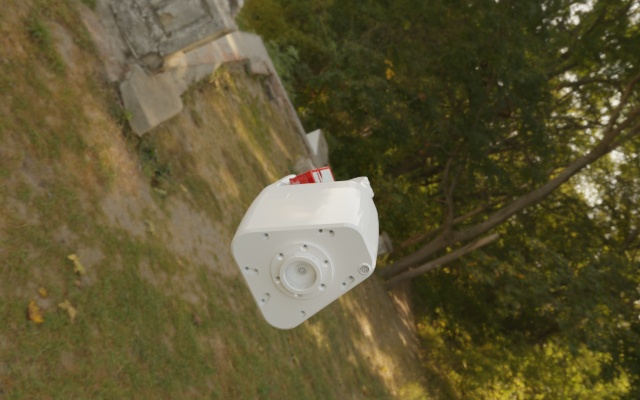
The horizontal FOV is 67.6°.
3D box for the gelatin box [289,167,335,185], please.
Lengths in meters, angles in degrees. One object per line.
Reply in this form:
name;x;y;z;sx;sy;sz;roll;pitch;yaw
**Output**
gelatin box;0.001;0.002;0.546;0.030;0.073;0.089;-20;2;16
